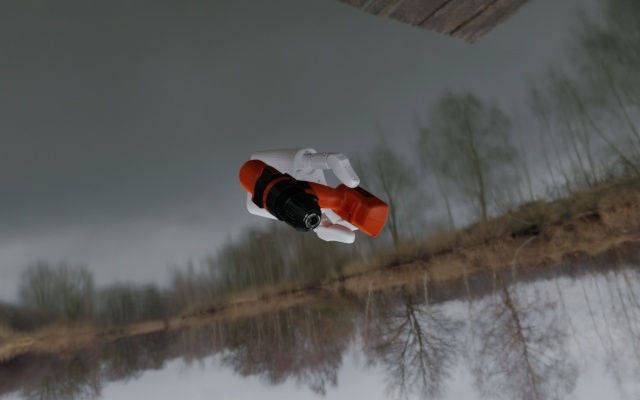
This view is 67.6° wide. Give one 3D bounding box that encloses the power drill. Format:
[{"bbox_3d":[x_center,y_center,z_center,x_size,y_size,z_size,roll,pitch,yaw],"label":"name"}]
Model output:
[{"bbox_3d":[0.000,0.002,0.647,0.188,0.057,0.184,14,14,-36],"label":"power drill"}]
